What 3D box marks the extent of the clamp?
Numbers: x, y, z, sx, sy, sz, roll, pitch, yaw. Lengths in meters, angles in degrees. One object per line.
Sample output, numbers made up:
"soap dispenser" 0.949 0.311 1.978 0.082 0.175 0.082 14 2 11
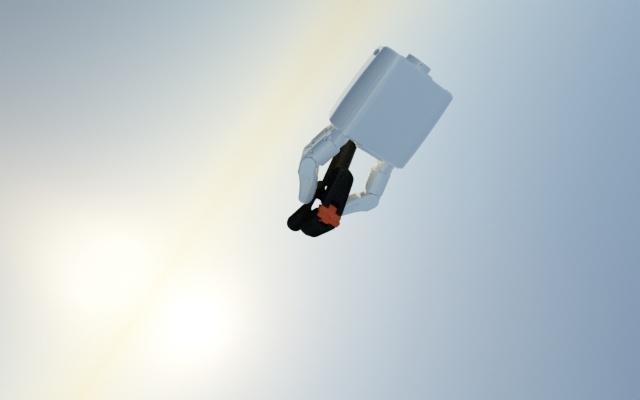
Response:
"clamp" 0.001 0.002 0.615 0.036 0.164 0.210 32 16 -9
